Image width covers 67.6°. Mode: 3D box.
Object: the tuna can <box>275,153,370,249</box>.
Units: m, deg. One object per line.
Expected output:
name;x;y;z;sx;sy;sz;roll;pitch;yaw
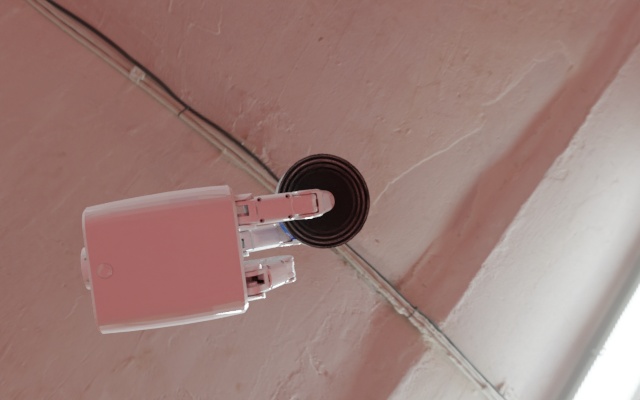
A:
tuna can;0.000;0.001;0.444;0.086;0.086;0.034;0;-4;-13
